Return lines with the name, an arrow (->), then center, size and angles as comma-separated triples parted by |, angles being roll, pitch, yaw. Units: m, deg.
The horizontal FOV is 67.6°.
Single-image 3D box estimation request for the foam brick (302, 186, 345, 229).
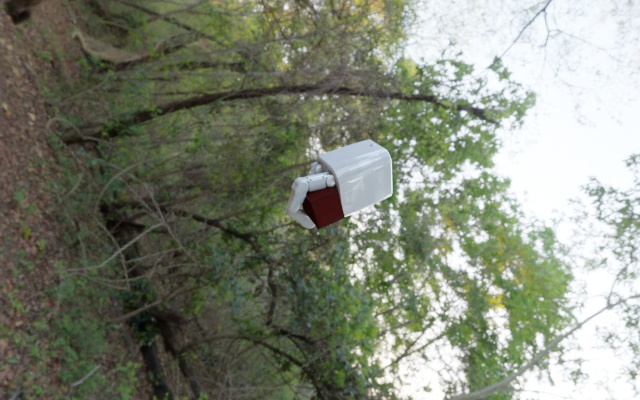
foam brick -> 0.000, 0.003, 0.814 | 0.051, 0.053, 0.078 | -21, 29, -12
